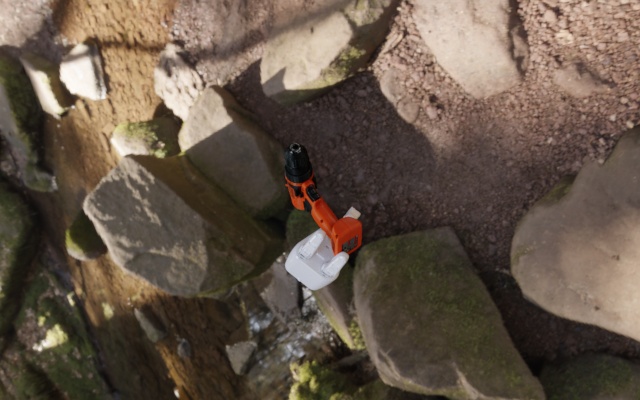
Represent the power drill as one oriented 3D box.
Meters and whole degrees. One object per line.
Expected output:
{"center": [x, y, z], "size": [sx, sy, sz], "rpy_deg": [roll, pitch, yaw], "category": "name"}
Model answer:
{"center": [0.000, 0.003, 0.862], "size": [0.057, 0.187, 0.184], "rpy_deg": [-31, -28, -13], "category": "power drill"}
